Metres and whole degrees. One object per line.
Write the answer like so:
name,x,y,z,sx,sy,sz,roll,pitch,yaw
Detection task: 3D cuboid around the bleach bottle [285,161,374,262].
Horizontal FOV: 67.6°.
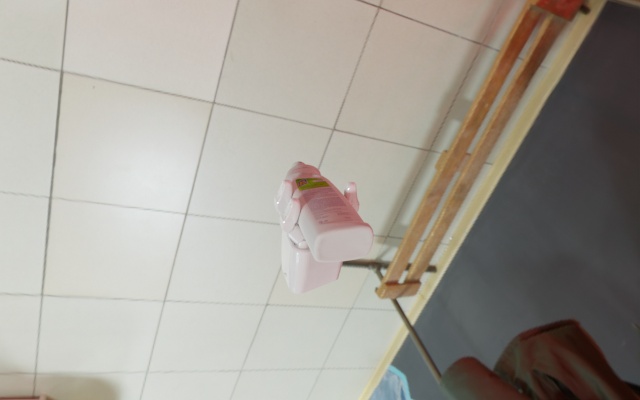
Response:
bleach bottle,0.000,0.003,0.834,0.102,0.068,0.250,-5,35,-16
